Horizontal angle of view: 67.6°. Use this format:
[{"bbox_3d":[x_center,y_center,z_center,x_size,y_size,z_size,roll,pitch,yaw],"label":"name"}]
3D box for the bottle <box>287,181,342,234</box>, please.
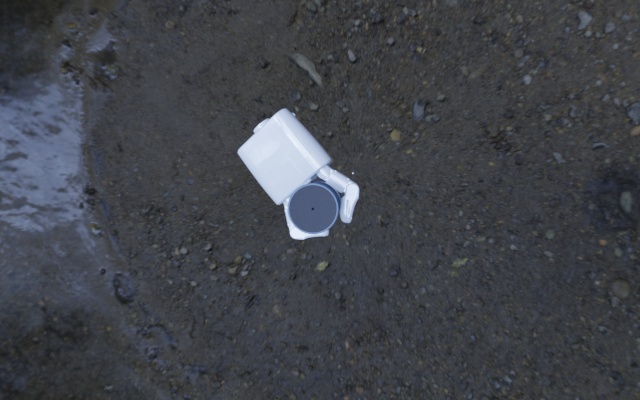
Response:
[{"bbox_3d":[0.000,0.003,0.760,0.069,0.069,0.295,0,3,4],"label":"bottle"}]
